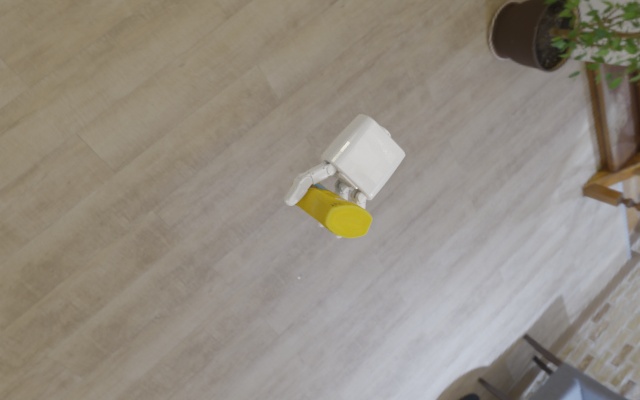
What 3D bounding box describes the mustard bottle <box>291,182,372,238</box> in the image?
[{"bbox_3d":[0.000,0.003,0.844,0.096,0.058,0.191,13,13,-36],"label":"mustard bottle"}]
